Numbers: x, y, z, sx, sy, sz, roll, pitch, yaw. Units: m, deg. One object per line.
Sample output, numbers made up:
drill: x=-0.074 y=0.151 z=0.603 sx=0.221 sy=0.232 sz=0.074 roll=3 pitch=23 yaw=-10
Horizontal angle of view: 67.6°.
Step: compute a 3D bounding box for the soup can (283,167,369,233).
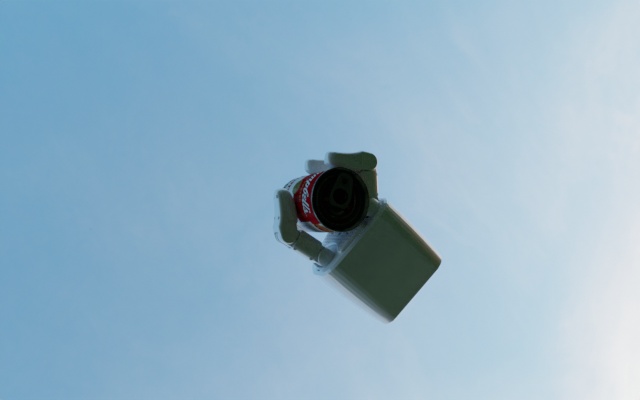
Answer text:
soup can: x=0.000 y=0.002 z=0.537 sx=0.068 sy=0.068 sz=0.102 roll=0 pitch=-3 yaw=-26
